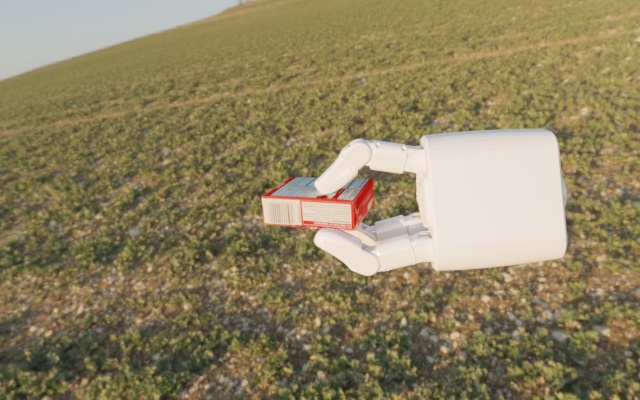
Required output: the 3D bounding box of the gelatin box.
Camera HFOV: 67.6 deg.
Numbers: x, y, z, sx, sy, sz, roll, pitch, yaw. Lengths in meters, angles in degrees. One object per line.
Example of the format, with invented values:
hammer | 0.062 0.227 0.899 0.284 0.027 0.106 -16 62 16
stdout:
gelatin box | 0.000 0.001 0.448 0.089 0.030 0.073 3 18 18
